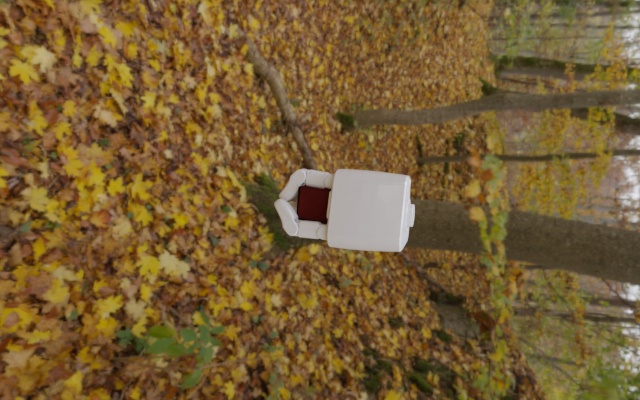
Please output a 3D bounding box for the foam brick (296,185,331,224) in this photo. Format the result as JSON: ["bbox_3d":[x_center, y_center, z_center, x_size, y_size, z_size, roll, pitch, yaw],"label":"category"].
[{"bbox_3d":[0.000,0.002,0.739,0.051,0.053,0.078,8,11,16],"label":"foam brick"}]
